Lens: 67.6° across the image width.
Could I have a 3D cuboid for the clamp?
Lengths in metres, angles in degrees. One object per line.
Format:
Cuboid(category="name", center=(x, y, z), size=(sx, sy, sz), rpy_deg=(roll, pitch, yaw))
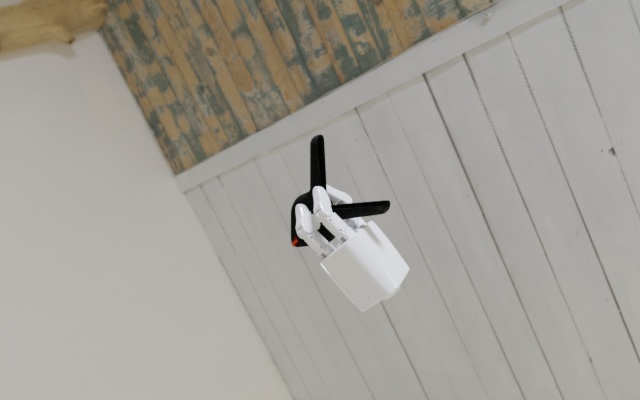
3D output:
Cuboid(category="clamp", center=(0.000, 0.003, 0.801), size=(0.036, 0.164, 0.210), rpy_deg=(-31, -10, -49))
